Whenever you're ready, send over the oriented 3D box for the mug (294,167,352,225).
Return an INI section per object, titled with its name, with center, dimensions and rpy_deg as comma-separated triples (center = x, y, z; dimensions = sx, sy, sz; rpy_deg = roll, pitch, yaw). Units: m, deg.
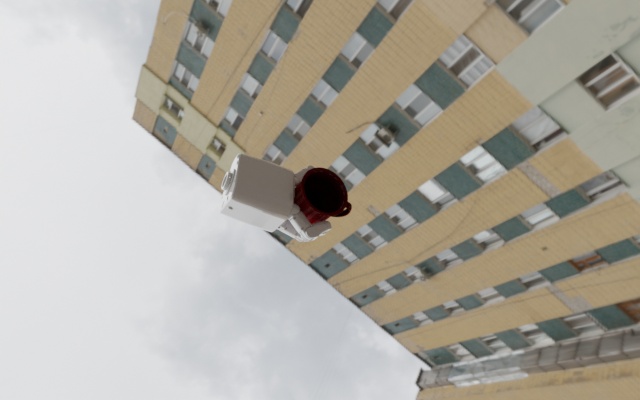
[mug]
center = 0.001, 0.003, 0.868
dimensions = 0.117, 0.093, 0.081
rpy_deg = 18, -31, -22
